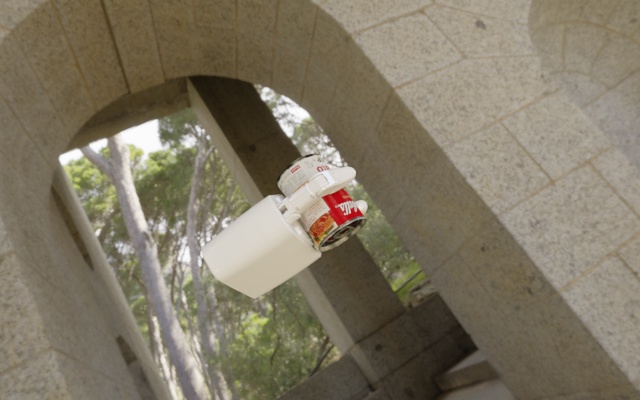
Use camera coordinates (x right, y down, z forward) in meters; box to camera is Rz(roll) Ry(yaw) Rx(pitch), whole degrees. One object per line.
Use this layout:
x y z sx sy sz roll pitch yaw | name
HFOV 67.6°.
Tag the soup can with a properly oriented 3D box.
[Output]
0.000 0.001 0.584 0.068 0.102 0.068 -30 -19 -11 | soup can
